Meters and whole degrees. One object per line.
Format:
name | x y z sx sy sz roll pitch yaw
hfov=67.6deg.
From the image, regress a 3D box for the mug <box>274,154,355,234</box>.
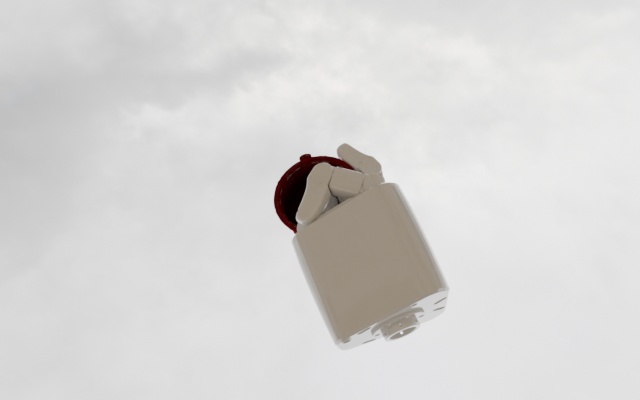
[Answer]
mug | 0.000 0.001 0.530 0.093 0.117 0.081 -22 -30 0
